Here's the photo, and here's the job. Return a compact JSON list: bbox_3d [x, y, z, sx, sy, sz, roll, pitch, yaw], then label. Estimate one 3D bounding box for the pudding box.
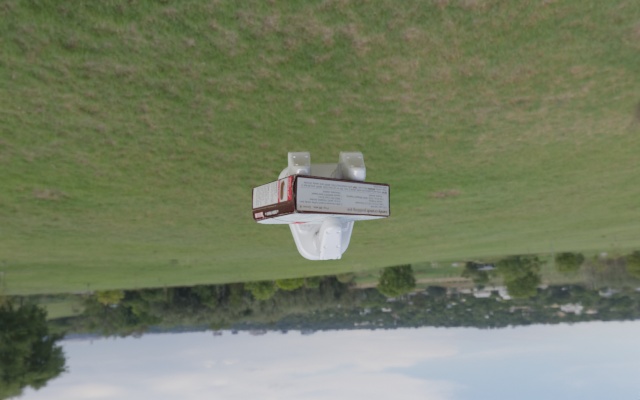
[{"bbox_3d":[0.000,0.002,0.480,0.113,0.039,0.090,2,-9,-33],"label":"pudding box"}]
